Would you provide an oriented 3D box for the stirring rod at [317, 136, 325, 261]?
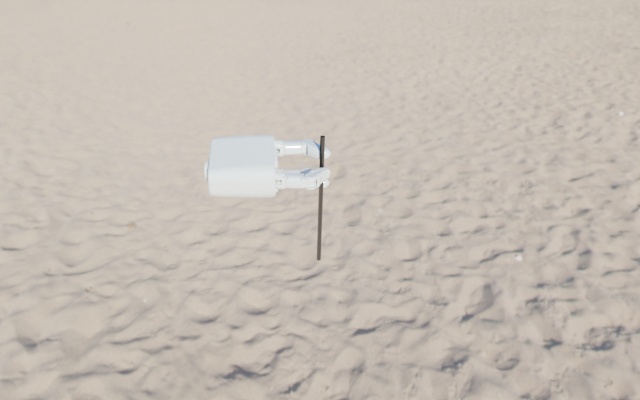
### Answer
[{"bbox_3d":[0.000,0.003,0.828,0.011,0.240,0.011,1,28,-1],"label":"stirring rod"}]
